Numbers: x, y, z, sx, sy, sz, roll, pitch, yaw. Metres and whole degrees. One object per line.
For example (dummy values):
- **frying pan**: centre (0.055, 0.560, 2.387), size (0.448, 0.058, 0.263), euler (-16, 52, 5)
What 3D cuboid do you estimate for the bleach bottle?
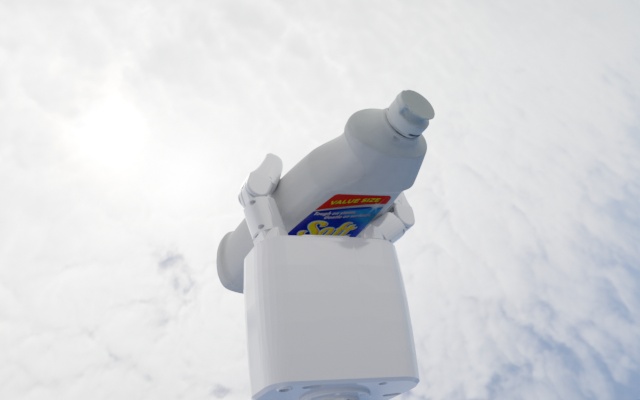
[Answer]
- **bleach bottle**: centre (0.000, 0.001, 0.411), size (0.102, 0.068, 0.251), euler (13, -41, -27)
